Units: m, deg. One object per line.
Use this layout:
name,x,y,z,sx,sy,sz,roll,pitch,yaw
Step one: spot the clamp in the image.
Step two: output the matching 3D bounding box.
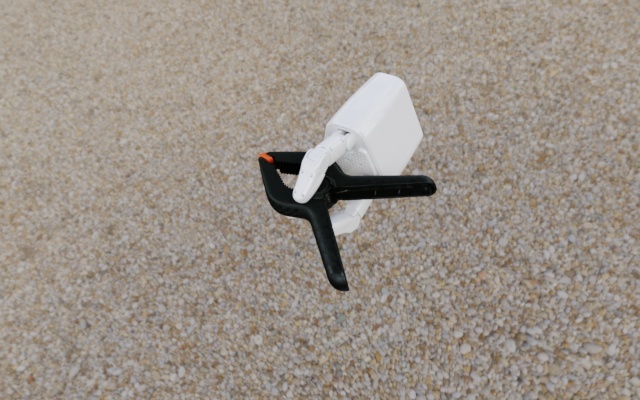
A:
clamp,0.000,0.001,0.537,0.210,0.164,0.036,23,-32,28
